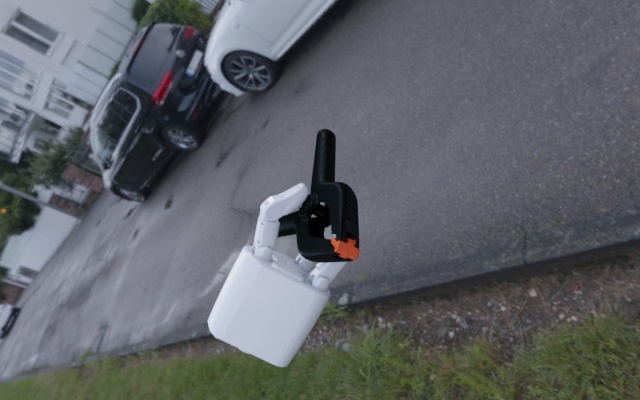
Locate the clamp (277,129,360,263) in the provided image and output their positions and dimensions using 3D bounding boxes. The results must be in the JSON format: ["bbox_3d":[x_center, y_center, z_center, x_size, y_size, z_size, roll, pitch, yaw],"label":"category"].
[{"bbox_3d":[0.000,0.002,0.559,0.036,0.164,0.210,25,6,-26],"label":"clamp"}]
